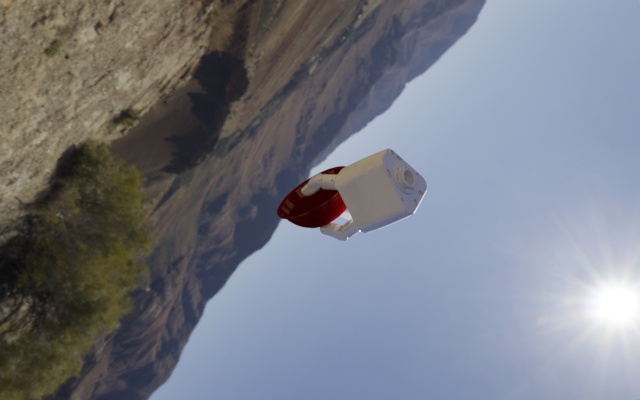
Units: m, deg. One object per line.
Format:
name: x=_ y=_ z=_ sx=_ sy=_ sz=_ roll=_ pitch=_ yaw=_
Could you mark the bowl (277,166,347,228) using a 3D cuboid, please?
bowl: x=0.000 y=0.003 z=0.900 sx=0.162 sy=0.055 sz=0.162 roll=-27 pitch=22 yaw=12
